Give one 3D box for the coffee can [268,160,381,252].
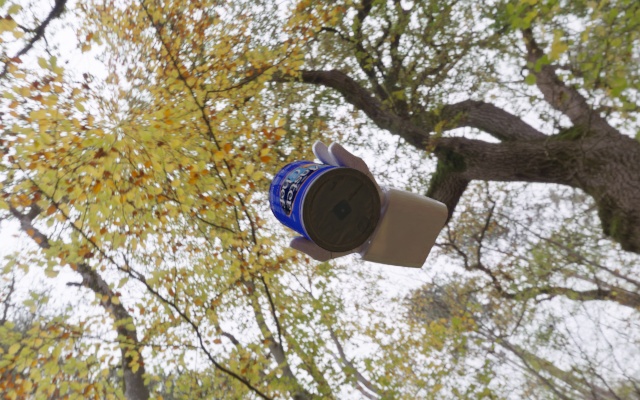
[{"bbox_3d":[0.000,0.002,0.626,0.103,0.103,0.140,0,8,-23],"label":"coffee can"}]
